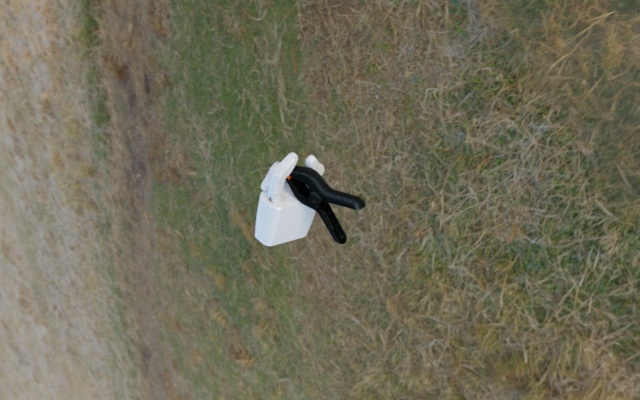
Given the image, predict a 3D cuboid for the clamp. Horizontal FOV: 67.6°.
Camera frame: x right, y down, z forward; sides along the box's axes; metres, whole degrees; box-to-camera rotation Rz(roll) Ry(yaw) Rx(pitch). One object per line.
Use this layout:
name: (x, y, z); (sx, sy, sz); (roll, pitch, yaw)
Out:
clamp: (0.000, 0.003, 0.865); (0.171, 0.120, 0.039); (36, 42, 24)
